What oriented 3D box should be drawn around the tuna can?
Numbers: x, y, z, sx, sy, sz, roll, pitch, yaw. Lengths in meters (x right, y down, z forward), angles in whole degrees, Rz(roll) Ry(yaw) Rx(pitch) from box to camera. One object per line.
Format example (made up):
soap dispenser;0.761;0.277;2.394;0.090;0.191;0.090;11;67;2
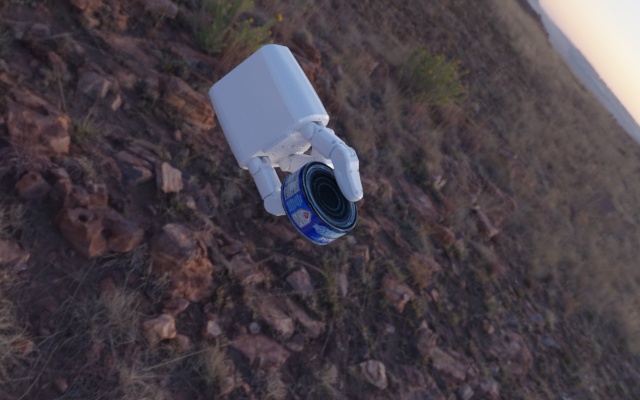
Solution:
tuna can;0.001;0.001;0.508;0.034;0.086;0.086;-32;-19;33
